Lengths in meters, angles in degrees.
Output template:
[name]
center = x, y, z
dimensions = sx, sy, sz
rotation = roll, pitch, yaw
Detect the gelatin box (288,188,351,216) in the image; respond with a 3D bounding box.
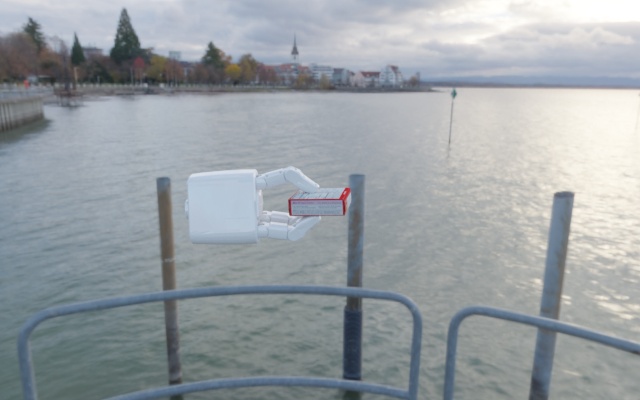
[gelatin box]
center = 0.000, 0.002, 0.755
dimensions = 0.089, 0.030, 0.073
rotation = -2, 14, 12
